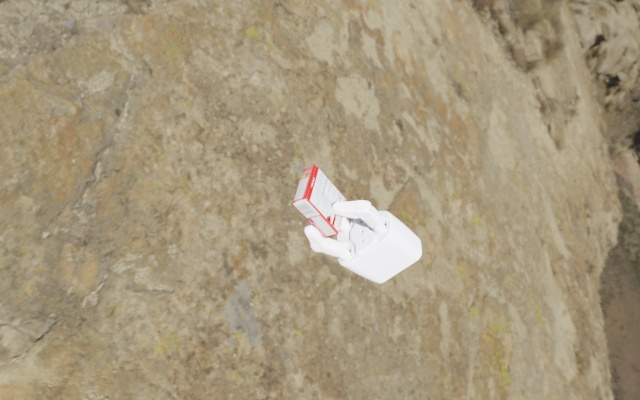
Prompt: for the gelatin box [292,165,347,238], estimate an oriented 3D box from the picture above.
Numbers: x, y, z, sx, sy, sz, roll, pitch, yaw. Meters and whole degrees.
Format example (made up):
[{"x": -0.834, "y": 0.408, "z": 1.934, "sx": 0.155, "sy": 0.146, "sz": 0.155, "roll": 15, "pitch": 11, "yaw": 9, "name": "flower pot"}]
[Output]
[{"x": 0.000, "y": 0.002, "z": 0.731, "sx": 0.030, "sy": 0.073, "sz": 0.089, "roll": -18, "pitch": -51, "yaw": 33, "name": "gelatin box"}]
